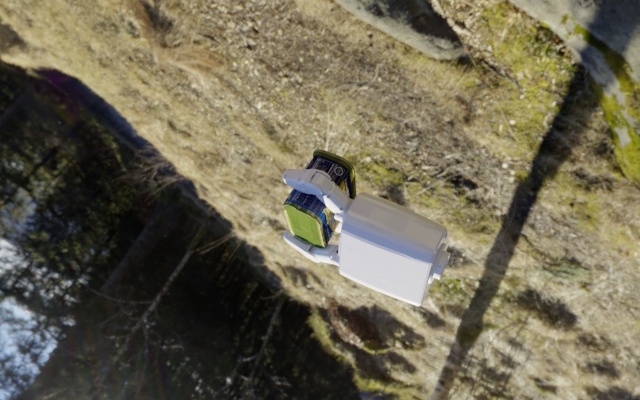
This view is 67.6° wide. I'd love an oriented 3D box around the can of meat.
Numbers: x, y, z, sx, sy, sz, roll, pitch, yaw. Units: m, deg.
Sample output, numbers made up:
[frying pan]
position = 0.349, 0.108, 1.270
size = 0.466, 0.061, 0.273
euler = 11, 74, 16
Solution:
[can of meat]
position = 0.000, 0.002, 0.590
size = 0.057, 0.084, 0.102
euler = 23, -24, 18
